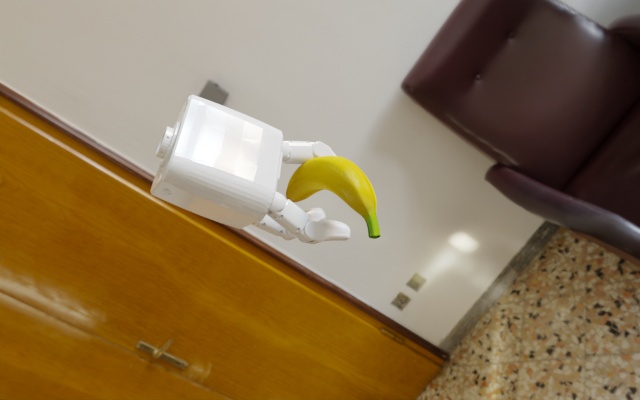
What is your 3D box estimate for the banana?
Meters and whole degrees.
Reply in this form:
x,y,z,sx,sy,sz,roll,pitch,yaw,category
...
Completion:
x,y,z,sx,sy,sz,roll,pitch,yaw,category
0.006,-0.016,0.522,0.037,0.069,0.197,9,7,-28,banana
